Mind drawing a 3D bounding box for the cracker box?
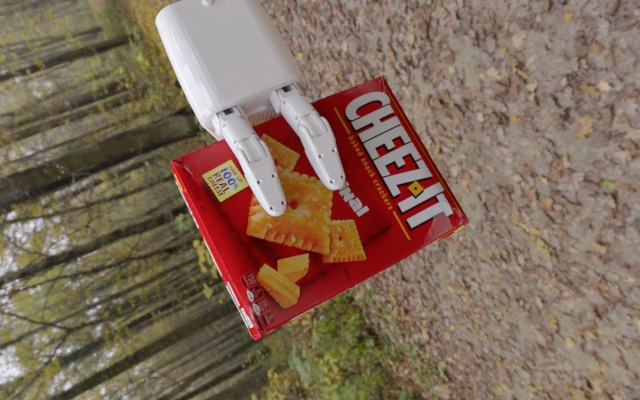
[{"bbox_3d":[0.000,0.002,0.434,0.213,0.164,0.072,-25,-10,-16],"label":"cracker box"}]
